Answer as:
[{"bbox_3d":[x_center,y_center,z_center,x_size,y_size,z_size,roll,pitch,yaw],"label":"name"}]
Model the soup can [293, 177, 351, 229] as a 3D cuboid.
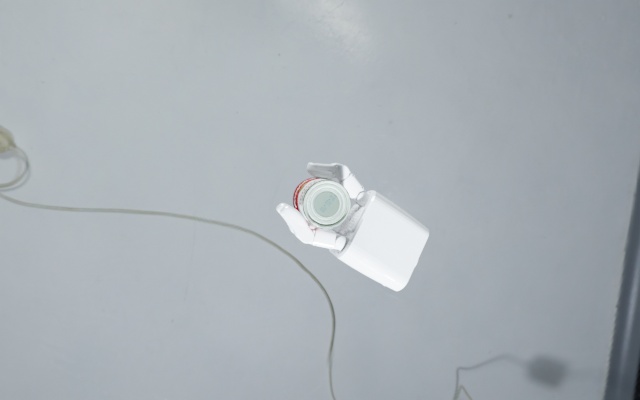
[{"bbox_3d":[0.000,0.002,0.679,0.068,0.068,0.102,0,4,-10],"label":"soup can"}]
